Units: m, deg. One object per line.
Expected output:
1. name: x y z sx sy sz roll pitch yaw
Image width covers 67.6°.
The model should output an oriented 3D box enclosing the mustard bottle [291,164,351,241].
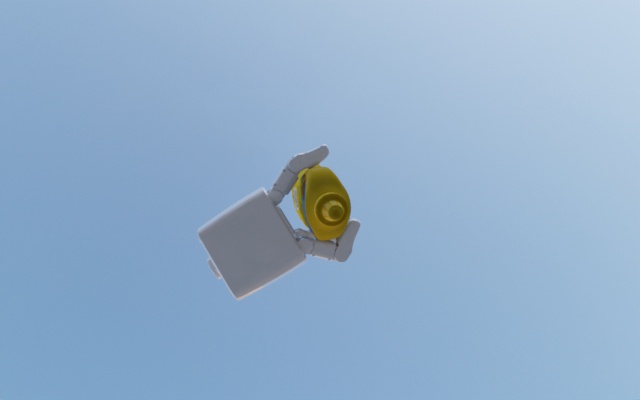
1. mustard bottle: 0.000 0.002 0.637 0.058 0.096 0.191 -7 9 -9
